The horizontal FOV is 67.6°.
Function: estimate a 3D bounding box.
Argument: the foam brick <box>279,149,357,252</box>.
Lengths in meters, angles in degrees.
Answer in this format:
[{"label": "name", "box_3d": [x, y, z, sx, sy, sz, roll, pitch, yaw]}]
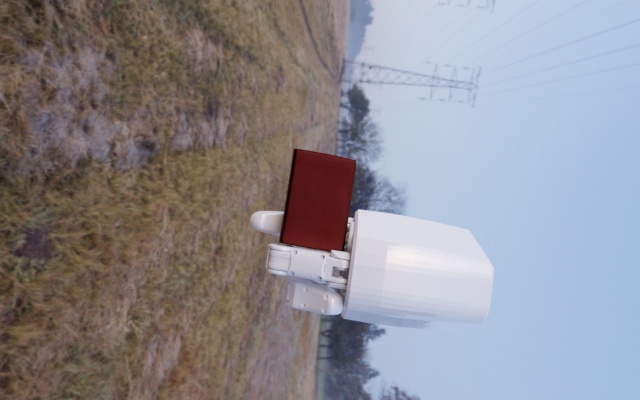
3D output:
[{"label": "foam brick", "box_3d": [0.000, 0.001, 0.402, 0.051, 0.078, 0.053, 8, -1, 6]}]
